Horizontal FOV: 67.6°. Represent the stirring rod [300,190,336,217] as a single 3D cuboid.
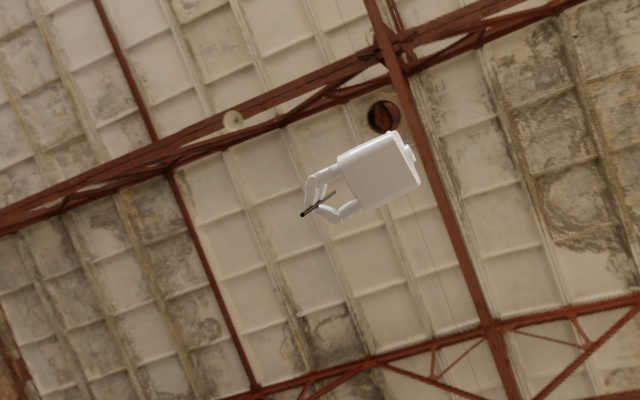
[{"bbox_3d":[0.000,0.003,0.889,0.011,0.011,0.239,0,10,14],"label":"stirring rod"}]
